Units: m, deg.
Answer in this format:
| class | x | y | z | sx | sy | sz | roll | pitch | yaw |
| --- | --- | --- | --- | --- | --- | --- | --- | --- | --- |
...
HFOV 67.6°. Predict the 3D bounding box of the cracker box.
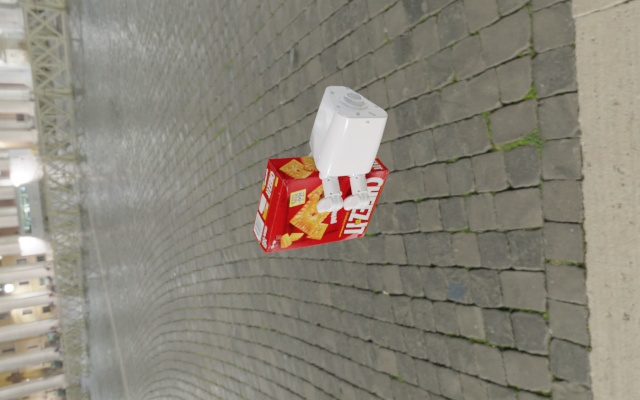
| class | x | y | z | sx | sy | sz | roll | pitch | yaw |
| --- | --- | --- | --- | --- | --- | --- | --- | --- | --- |
| cracker box | 0.000 | 0.003 | 0.852 | 0.213 | 0.164 | 0.072 | -6 | 42 | -30 |
